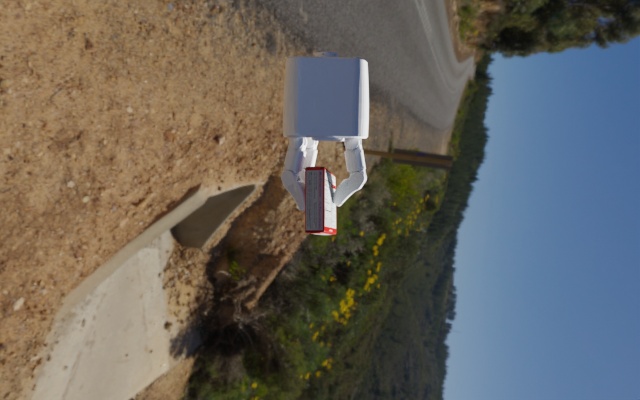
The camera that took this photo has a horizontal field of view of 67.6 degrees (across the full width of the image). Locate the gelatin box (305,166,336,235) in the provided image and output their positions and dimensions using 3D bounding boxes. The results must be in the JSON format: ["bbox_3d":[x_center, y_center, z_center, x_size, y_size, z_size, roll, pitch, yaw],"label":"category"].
[{"bbox_3d":[0.001,0.002,0.660,0.030,0.089,0.073,-2,-6,13],"label":"gelatin box"}]
